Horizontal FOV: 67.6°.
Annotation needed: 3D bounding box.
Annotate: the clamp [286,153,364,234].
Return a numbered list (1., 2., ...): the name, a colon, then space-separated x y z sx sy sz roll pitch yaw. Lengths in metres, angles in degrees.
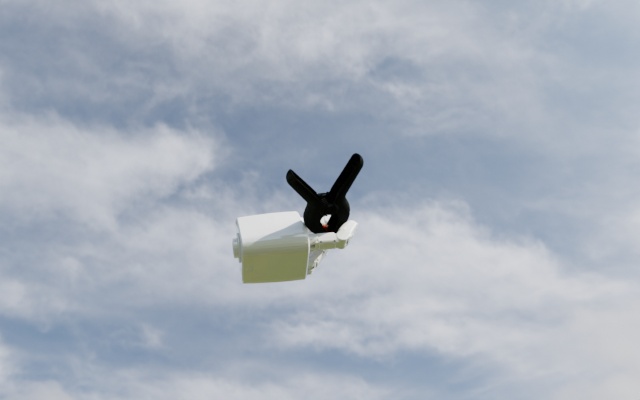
1. clamp: 0.000 0.002 0.756 0.120 0.172 0.039 -4 40 -14
